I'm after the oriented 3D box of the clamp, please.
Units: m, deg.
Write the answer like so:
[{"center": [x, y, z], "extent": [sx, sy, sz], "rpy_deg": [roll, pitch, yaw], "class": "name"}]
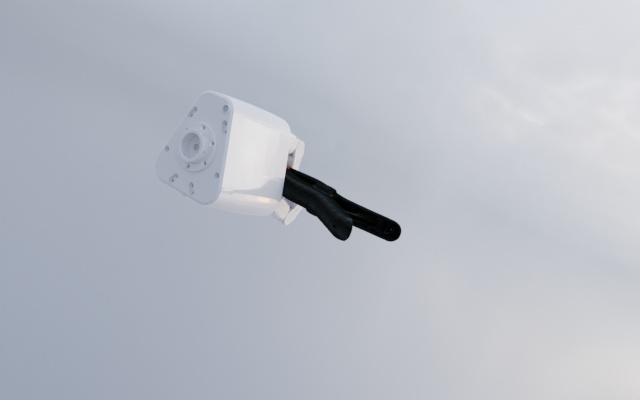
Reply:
[{"center": [0.000, 0.001, 0.539], "extent": [0.171, 0.039, 0.120], "rpy_deg": [27, 6, 26], "class": "clamp"}]
